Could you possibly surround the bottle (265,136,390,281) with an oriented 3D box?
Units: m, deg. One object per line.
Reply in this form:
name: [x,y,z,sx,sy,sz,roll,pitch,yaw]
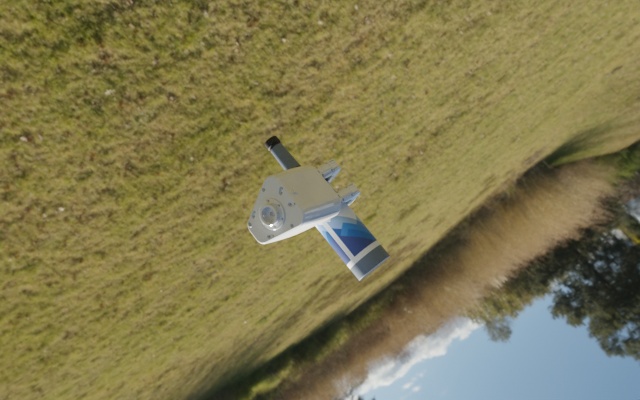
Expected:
bottle: [0.000,0.003,0.831,0.069,0.295,0.069,-37,-13,-10]
